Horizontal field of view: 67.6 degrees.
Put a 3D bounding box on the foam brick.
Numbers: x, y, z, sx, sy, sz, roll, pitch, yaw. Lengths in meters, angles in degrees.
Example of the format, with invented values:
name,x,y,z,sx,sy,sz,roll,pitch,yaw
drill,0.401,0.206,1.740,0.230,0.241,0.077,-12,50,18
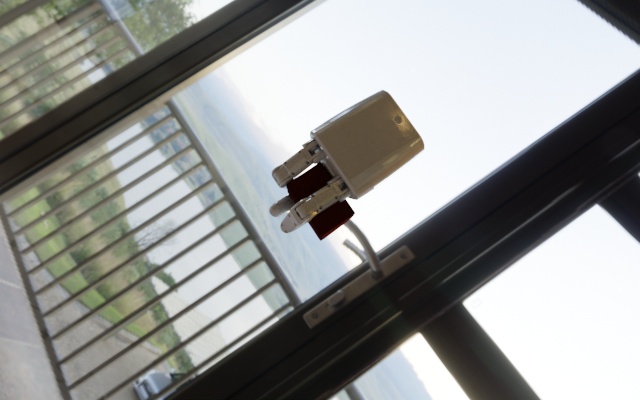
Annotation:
name,x,y,z,sx,sy,sz,roll,pitch,yaw
foam brick,0.000,0.002,0.588,0.051,0.078,0.053,-33,-7,-7
